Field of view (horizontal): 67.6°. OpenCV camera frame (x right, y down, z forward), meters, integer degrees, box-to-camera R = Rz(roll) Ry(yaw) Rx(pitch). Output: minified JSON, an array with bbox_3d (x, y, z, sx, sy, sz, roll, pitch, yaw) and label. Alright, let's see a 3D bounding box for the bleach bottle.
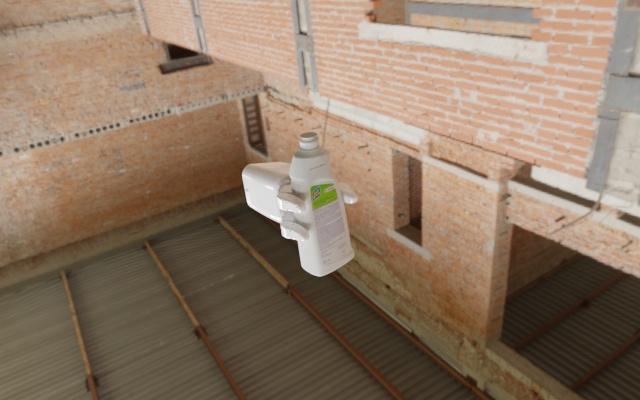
[{"bbox_3d":[0.000,0.003,0.826,0.102,0.251,0.068,-27,34,-35],"label":"bleach bottle"}]
